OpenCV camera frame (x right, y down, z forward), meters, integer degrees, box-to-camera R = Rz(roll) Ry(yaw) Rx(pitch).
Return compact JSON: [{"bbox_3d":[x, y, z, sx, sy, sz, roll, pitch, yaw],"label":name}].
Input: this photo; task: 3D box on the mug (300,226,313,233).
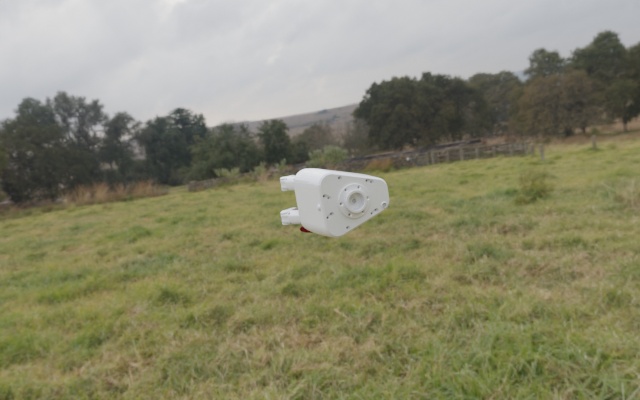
[{"bbox_3d":[0.000,0.002,0.819,0.093,0.081,0.117,-12,9,-20],"label":"mug"}]
